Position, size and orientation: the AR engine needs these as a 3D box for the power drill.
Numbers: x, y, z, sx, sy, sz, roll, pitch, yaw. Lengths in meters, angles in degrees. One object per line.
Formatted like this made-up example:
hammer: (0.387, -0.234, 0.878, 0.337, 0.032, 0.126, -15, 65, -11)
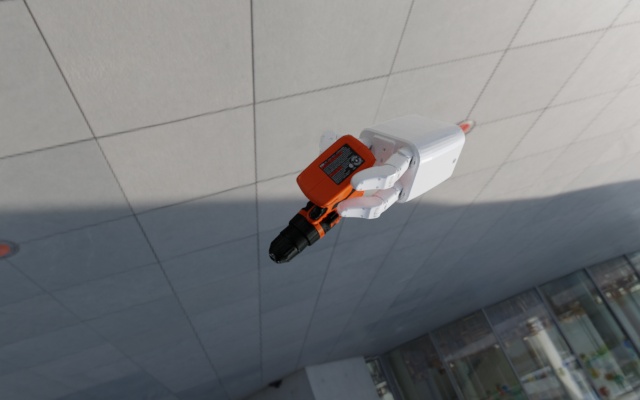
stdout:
power drill: (0.000, 0.002, 0.661, 0.184, 0.057, 0.188, -44, -10, -19)
